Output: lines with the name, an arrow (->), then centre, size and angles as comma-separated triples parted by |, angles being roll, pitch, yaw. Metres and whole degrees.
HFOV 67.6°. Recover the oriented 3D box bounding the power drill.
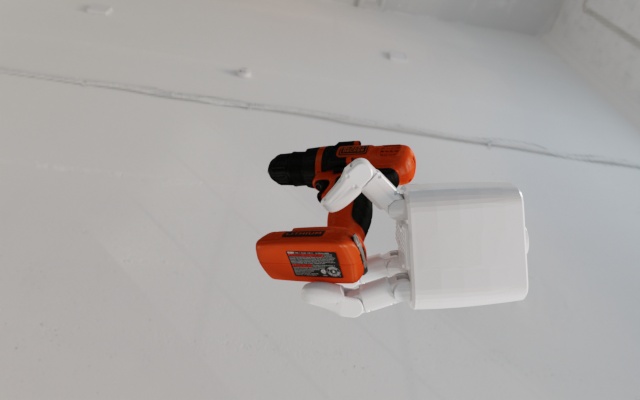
power drill -> 0.000, 0.002, 0.519 | 0.184, 0.057, 0.187 | -2, 39, 24
